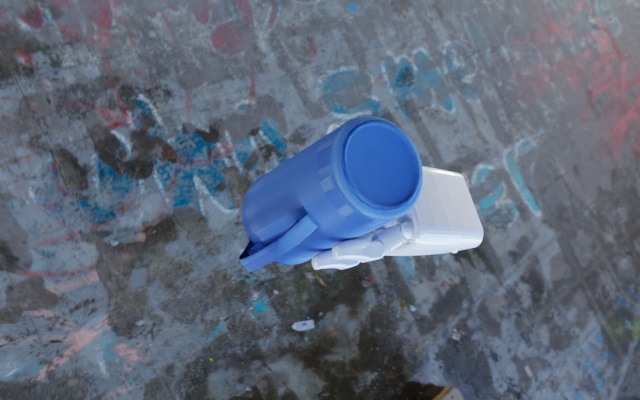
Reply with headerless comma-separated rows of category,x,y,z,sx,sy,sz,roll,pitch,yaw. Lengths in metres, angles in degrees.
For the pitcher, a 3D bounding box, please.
pitcher,0.000,0.002,0.559,0.145,0.149,0.243,6,-17,-26
